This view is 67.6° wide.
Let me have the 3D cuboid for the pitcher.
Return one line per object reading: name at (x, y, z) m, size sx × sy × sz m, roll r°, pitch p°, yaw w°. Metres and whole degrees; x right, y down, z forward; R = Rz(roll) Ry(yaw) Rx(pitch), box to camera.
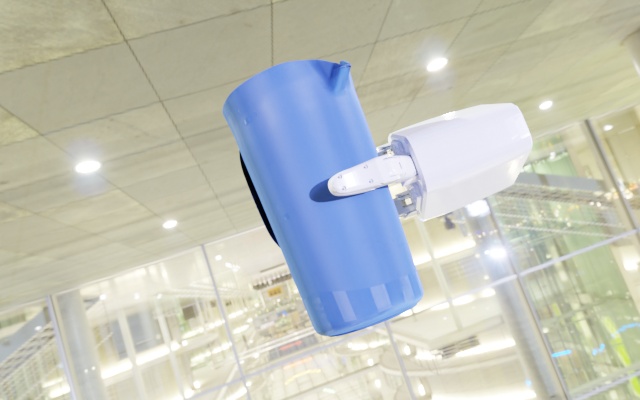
pitcher at (0.000, 0.001, 0.468) m, size 0.145 × 0.243 × 0.149 m, roll -20°, pitch -9°, yaw 1°
